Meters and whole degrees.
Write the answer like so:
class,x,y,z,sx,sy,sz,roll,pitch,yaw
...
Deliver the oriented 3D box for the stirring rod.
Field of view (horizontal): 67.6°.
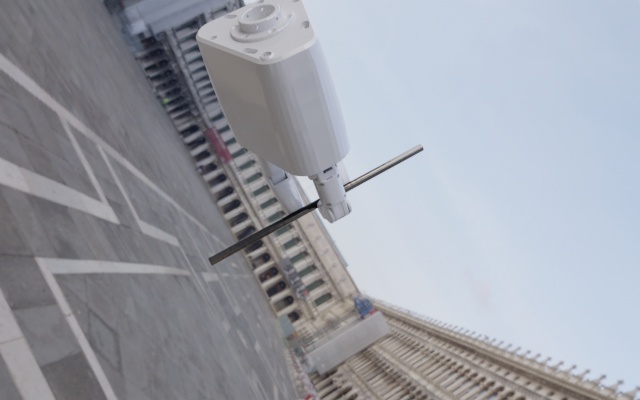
class,x,y,z,sx,sy,sz,roll,pitch,yaw
stirring rod,0.000,0.002,0.471,0.239,0.011,0.011,-28,5,-10
